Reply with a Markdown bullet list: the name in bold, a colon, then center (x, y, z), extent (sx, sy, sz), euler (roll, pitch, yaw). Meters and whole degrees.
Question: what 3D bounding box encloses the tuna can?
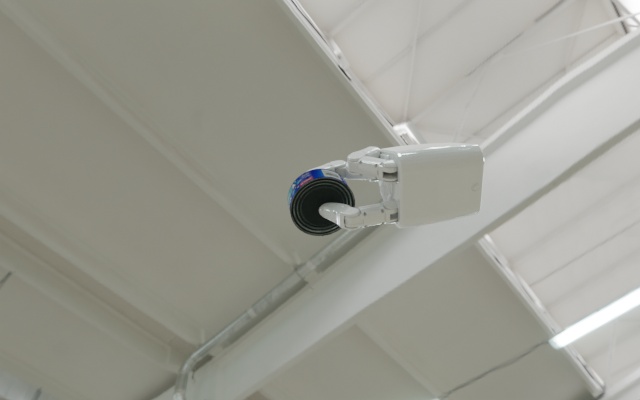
- **tuna can**: center (0.000, 0.002, 0.628), extent (0.086, 0.086, 0.033), euler (0, 28, -13)
